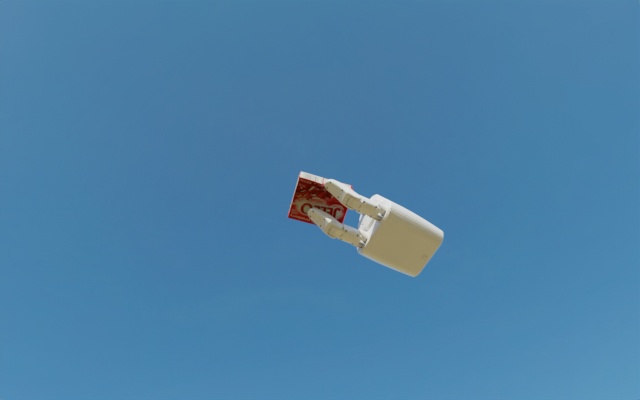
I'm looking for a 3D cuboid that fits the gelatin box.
[{"bbox_3d":[0.000,0.002,0.760,0.089,0.073,0.030,16,23,-4],"label":"gelatin box"}]
